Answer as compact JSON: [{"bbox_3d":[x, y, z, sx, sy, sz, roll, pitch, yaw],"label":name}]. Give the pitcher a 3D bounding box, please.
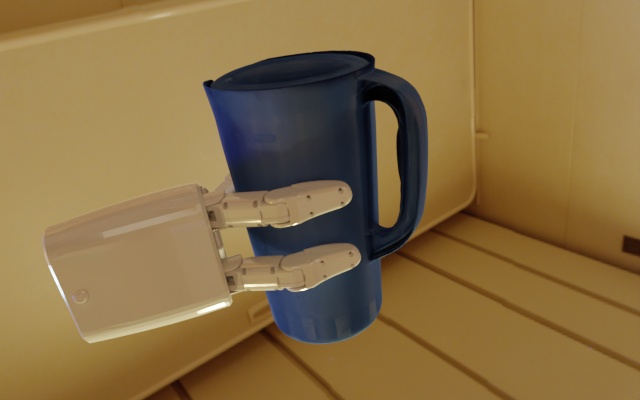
[{"bbox_3d":[0.000,0.001,0.410,0.145,0.243,0.149,-15,26,-12],"label":"pitcher"}]
